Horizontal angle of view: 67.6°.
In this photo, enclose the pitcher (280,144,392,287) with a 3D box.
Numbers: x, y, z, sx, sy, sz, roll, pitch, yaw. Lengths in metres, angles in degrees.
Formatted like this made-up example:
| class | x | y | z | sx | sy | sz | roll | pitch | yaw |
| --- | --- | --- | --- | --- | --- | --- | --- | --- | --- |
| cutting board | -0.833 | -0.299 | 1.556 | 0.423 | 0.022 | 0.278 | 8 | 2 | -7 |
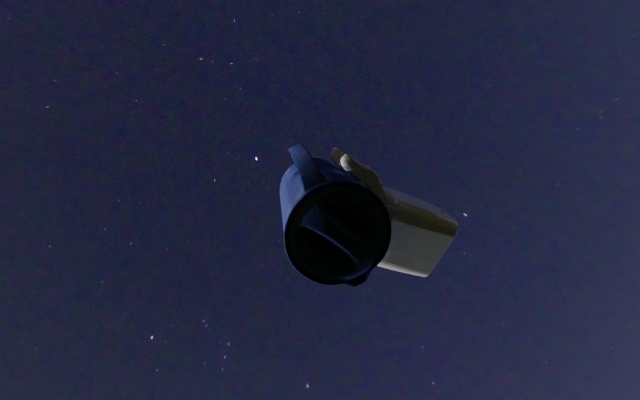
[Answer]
| class | x | y | z | sx | sy | sz | roll | pitch | yaw |
| --- | --- | --- | --- | --- | --- | --- | --- | --- | --- |
| pitcher | 0.000 | 0.002 | 0.681 | 0.145 | 0.149 | 0.242 | 17 | 12 | -14 |
